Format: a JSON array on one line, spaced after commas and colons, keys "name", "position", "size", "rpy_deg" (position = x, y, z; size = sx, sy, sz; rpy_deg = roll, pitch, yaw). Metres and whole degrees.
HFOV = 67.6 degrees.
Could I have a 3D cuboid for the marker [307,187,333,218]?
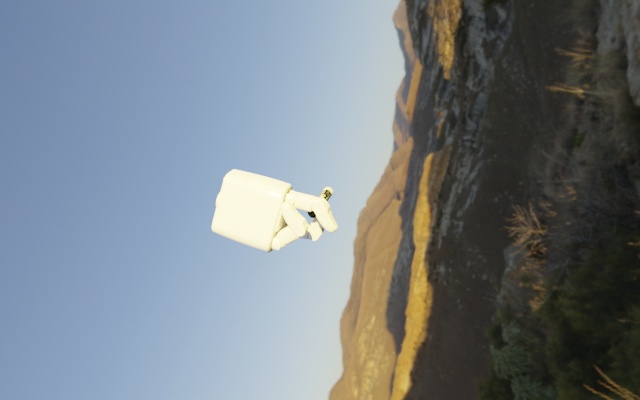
[{"name": "marker", "position": [0.000, 0.003, 0.835], "size": [0.020, 0.020, 0.121], "rpy_deg": [0, 19, 14]}]
